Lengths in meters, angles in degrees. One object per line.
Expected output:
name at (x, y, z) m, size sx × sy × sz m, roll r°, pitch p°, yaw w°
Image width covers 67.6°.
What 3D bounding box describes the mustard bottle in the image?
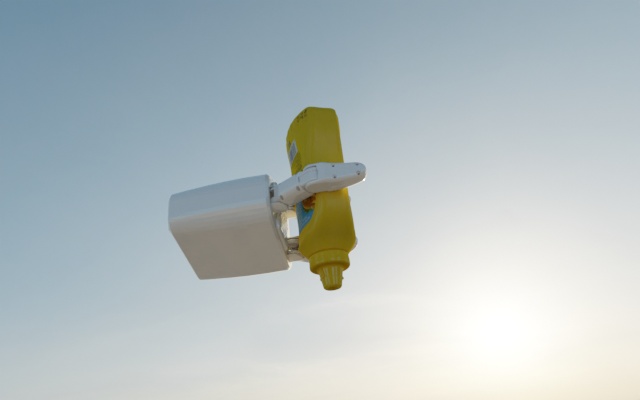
mustard bottle at (0.000, 0.001, 0.508) m, size 0.058 × 0.191 × 0.096 m, roll 2°, pitch -30°, yaw -17°
